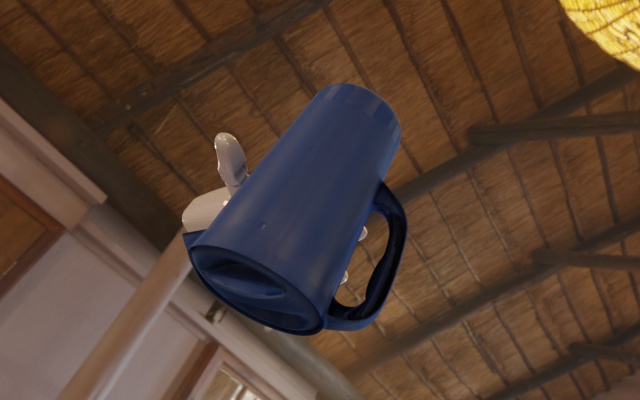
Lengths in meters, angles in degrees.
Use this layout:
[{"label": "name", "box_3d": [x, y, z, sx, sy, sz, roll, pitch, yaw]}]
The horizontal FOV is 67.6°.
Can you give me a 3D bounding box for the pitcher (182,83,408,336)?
[{"label": "pitcher", "box_3d": [0.000, 0.002, 0.468, 0.145, 0.242, 0.149, -12, -51, 47]}]
